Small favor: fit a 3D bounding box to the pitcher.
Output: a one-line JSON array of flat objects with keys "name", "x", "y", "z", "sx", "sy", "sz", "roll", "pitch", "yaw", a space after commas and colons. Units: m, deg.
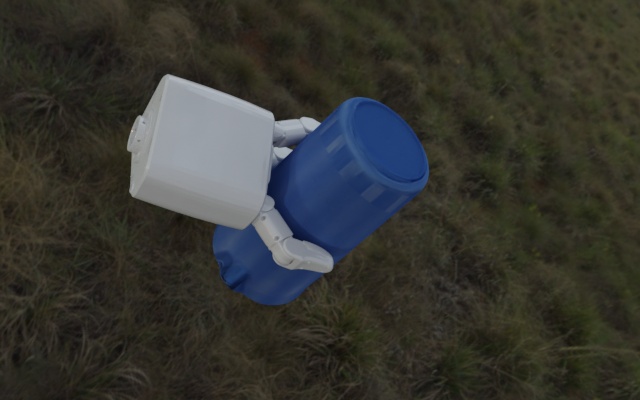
[{"name": "pitcher", "x": 0.000, "y": 0.002, "z": 0.516, "sx": 0.145, "sy": 0.149, "sz": 0.243, "roll": 19, "pitch": -42, "yaw": -30}]
